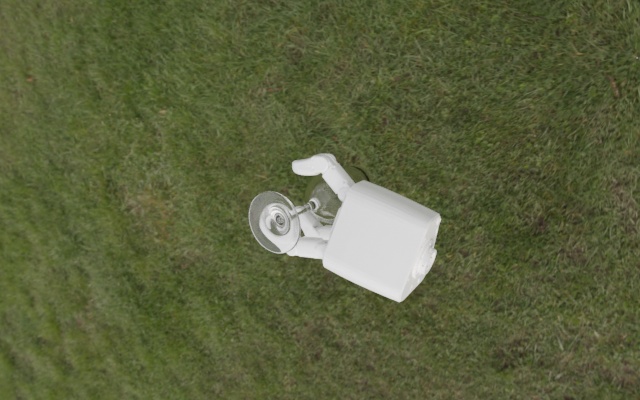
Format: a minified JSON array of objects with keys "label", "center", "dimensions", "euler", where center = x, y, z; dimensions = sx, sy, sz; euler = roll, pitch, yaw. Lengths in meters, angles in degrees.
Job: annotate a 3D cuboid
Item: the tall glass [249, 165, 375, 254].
[{"label":"tall glass","center":[0.000,0.002,0.626],"dimensions":[0.079,0.079,0.201],"euler":[0,14,33]}]
